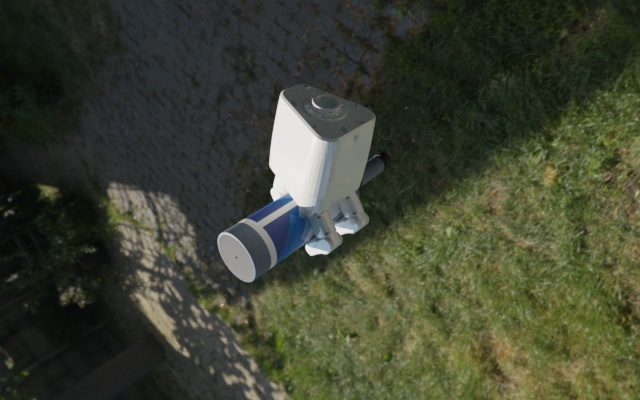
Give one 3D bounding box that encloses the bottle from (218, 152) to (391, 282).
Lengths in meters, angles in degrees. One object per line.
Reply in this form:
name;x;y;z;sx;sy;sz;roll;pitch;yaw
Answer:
bottle;0.000;0.002;0.638;0.069;0.069;0.295;0;26;47
